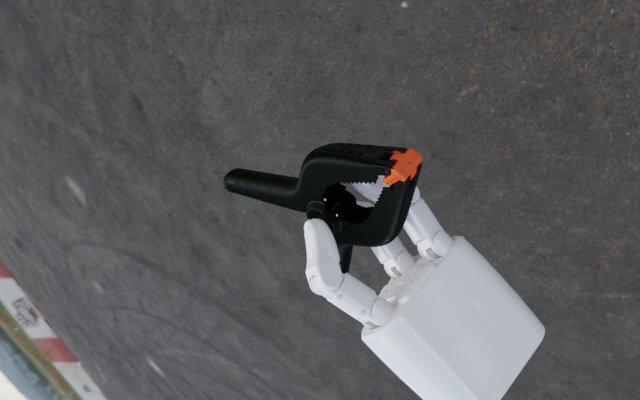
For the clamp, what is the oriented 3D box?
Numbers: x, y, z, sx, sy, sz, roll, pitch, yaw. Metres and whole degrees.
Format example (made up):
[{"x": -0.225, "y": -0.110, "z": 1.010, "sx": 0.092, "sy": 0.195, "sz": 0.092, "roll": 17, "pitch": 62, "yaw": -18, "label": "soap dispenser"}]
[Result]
[{"x": 0.000, "y": 0.002, "z": 0.402, "sx": 0.036, "sy": 0.164, "sz": 0.210, "roll": -48, "pitch": 3, "yaw": -35, "label": "clamp"}]
